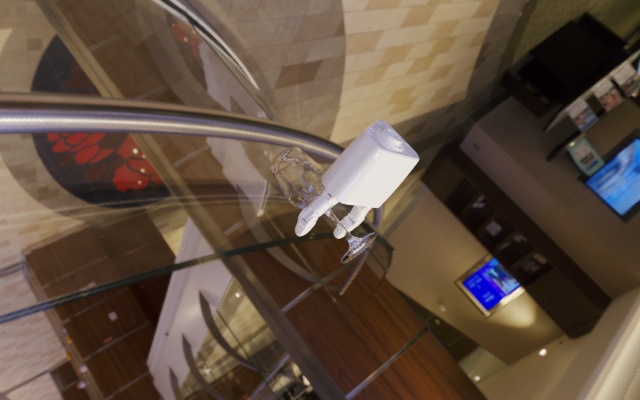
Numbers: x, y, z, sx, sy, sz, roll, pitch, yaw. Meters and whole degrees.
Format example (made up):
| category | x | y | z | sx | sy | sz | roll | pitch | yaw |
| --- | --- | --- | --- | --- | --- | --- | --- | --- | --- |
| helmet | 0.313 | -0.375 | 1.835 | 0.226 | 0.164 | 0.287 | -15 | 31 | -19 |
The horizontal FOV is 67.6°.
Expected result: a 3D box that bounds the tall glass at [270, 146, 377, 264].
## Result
| category | x | y | z | sx | sy | sz | roll | pitch | yaw |
| --- | --- | --- | --- | --- | --- | --- | --- | --- | --- |
| tall glass | 0.000 | 0.003 | 0.780 | 0.079 | 0.201 | 0.079 | -36 | -18 | -14 |
